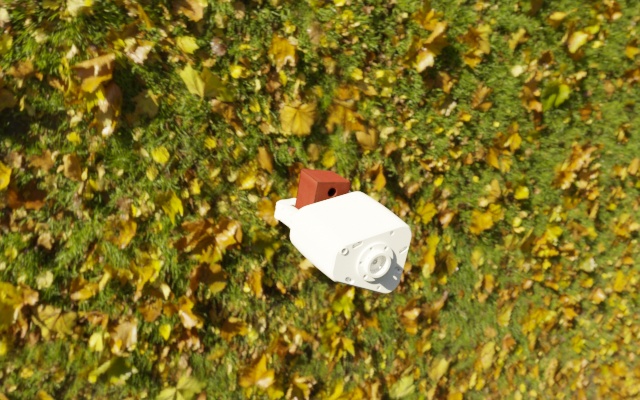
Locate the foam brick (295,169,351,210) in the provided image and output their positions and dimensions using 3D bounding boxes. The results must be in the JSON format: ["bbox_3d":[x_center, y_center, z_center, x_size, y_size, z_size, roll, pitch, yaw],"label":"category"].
[{"bbox_3d":[0.000,0.002,0.645,0.053,0.078,0.051,0,20,-30],"label":"foam brick"}]
